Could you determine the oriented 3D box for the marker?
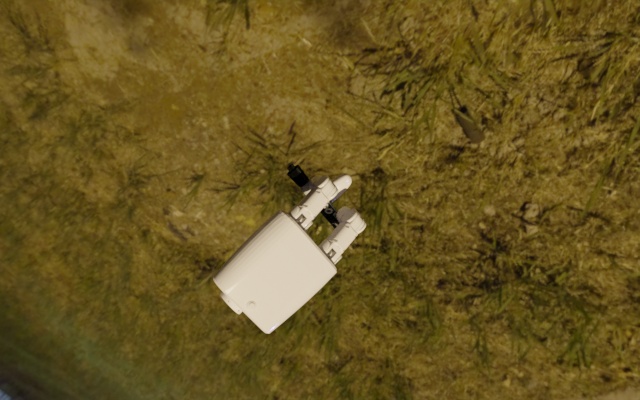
[{"bbox_3d":[0.000,0.002,0.600,0.020,0.121,0.020,-36,18,14],"label":"marker"}]
